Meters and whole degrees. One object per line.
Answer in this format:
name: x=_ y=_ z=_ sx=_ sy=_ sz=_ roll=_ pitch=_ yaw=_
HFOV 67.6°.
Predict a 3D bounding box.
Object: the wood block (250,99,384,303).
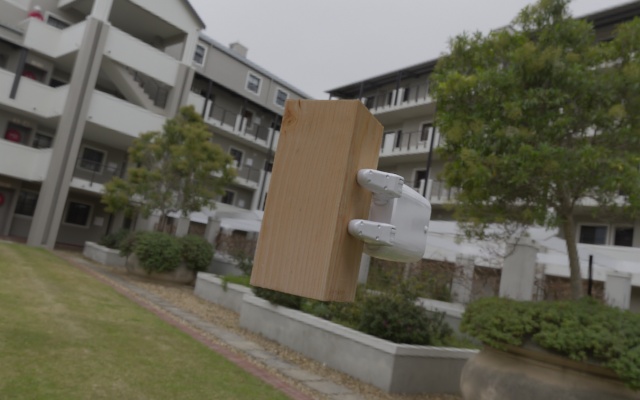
wood block: x=0.000 y=0.002 z=0.531 sx=0.091 sy=0.206 sz=0.090 roll=6 pitch=-9 yaw=26
